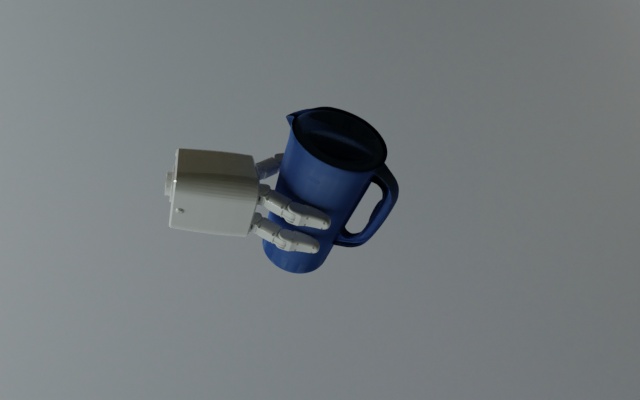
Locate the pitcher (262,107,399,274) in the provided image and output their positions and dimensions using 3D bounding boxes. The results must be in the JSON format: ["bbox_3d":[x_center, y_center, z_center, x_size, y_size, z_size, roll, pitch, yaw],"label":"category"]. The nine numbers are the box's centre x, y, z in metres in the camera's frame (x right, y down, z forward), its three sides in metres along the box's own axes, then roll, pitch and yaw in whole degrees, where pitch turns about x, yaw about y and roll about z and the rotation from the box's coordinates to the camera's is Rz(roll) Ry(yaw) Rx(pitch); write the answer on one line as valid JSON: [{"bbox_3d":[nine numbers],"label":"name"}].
[{"bbox_3d":[0.000,0.002,0.693,0.145,0.149,0.243,5,-46,-19],"label":"pitcher"}]
